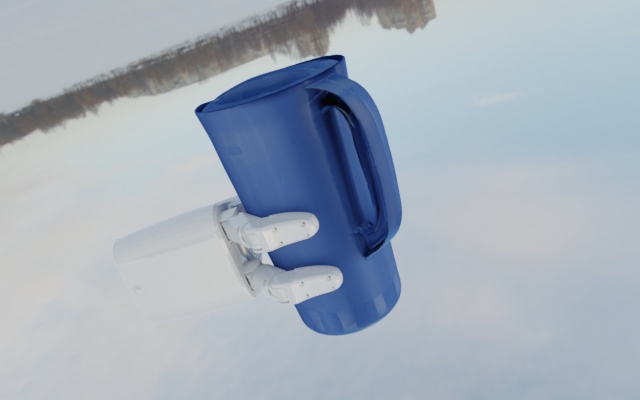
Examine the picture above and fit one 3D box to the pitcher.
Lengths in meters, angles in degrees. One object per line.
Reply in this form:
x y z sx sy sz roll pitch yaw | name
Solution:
0.000 0.001 0.433 0.145 0.243 0.149 -17 22 8 | pitcher
